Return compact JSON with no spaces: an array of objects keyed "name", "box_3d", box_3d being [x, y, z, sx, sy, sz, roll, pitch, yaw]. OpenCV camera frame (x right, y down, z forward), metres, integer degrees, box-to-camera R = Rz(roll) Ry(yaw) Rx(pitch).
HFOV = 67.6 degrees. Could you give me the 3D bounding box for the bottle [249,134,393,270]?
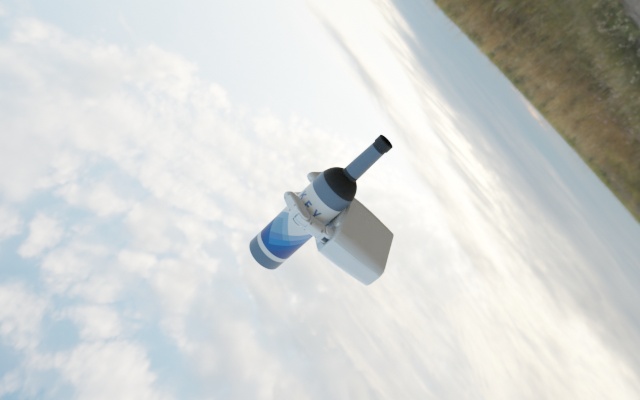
[{"name":"bottle","box_3d":[0.000,0.003,0.764,0.296,0.069,0.069,-43,-22,26]}]
